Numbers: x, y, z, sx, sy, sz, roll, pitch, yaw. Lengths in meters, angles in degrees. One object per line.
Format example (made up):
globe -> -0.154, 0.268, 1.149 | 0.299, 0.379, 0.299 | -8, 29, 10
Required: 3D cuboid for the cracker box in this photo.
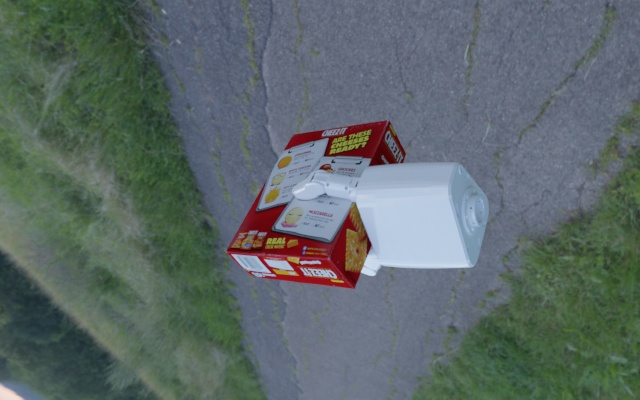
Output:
cracker box -> 0.000, 0.002, 0.616 | 0.164, 0.213, 0.072 | -2, -41, 37
